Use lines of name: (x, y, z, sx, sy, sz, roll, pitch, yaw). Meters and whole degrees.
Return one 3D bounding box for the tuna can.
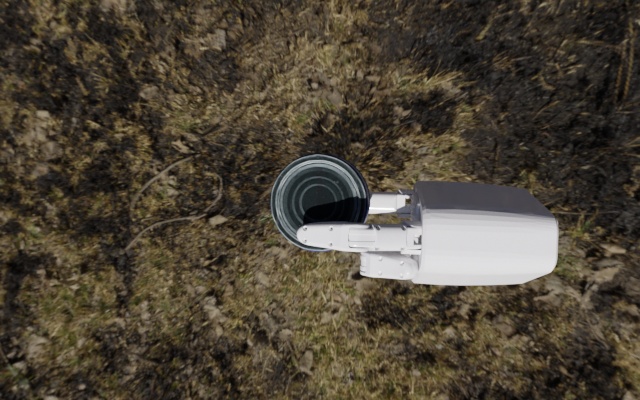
tuna can: (0.000, 0.001, 0.419, 0.086, 0.086, 0.034, 0, 3, 9)
